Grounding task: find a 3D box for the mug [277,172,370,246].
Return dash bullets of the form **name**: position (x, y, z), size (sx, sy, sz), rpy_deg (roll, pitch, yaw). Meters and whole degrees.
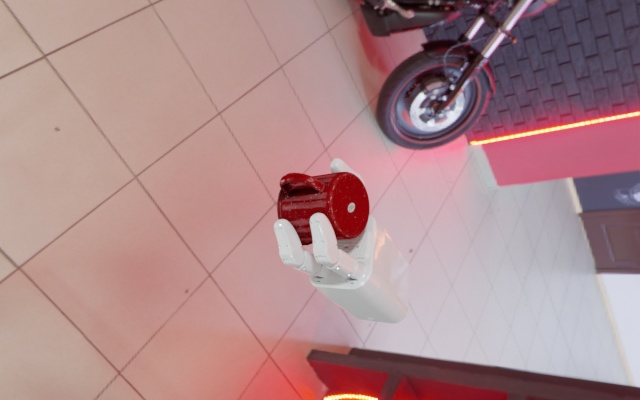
- **mug**: position (-0.001, 0.001, 0.585), size (0.081, 0.093, 0.117), rpy_deg (-6, -38, 41)
